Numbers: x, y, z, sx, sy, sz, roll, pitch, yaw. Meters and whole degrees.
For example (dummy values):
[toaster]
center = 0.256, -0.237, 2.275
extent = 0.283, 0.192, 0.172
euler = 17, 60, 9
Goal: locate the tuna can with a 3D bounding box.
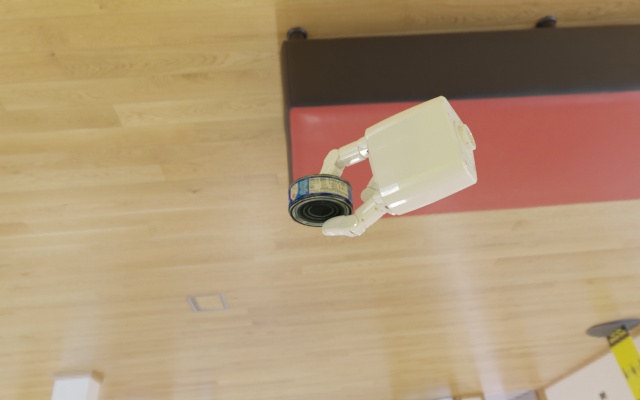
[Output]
[tuna can]
center = 0.000, 0.003, 0.624
extent = 0.086, 0.033, 0.086
euler = -1, -30, -1
